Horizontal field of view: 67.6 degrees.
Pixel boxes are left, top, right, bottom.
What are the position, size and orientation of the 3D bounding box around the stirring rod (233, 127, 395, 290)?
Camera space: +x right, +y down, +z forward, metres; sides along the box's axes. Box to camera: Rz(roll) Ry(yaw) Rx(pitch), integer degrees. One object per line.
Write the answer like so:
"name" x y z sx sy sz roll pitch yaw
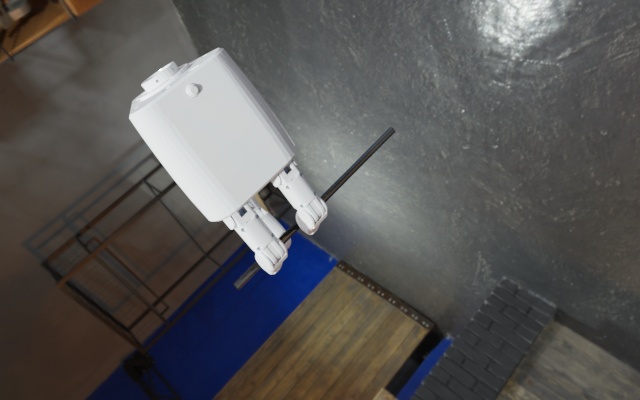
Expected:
"stirring rod" 0.000 0.001 0.491 0.239 0.011 0.011 -45 19 -20
